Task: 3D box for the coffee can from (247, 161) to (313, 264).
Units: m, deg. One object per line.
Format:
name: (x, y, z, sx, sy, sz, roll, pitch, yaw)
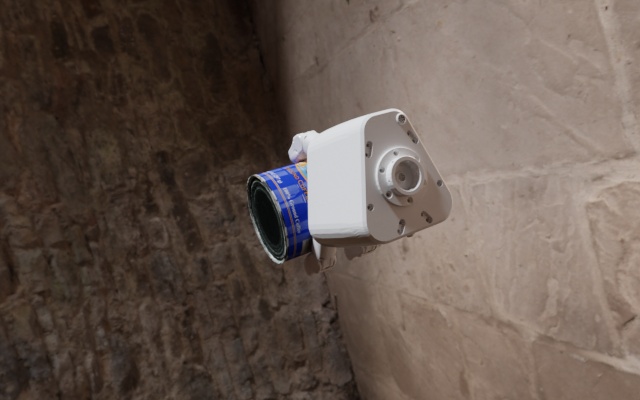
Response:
coffee can: (0.000, 0.002, 0.550, 0.140, 0.103, 0.103, -18, 7, -24)
